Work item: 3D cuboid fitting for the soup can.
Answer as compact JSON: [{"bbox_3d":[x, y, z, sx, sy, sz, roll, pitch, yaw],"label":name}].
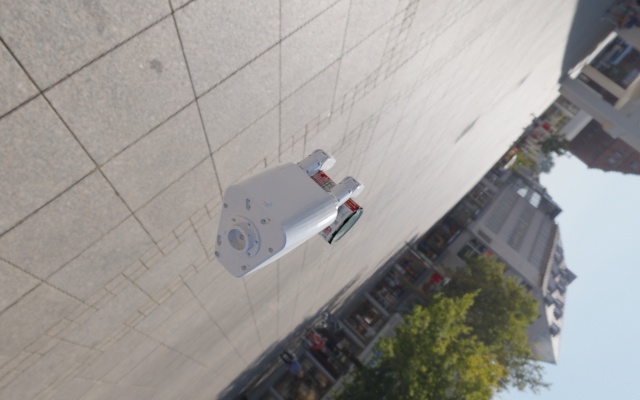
[{"bbox_3d":[0.001,0.002,0.651,0.102,0.068,0.068,43,12,13],"label":"soup can"}]
